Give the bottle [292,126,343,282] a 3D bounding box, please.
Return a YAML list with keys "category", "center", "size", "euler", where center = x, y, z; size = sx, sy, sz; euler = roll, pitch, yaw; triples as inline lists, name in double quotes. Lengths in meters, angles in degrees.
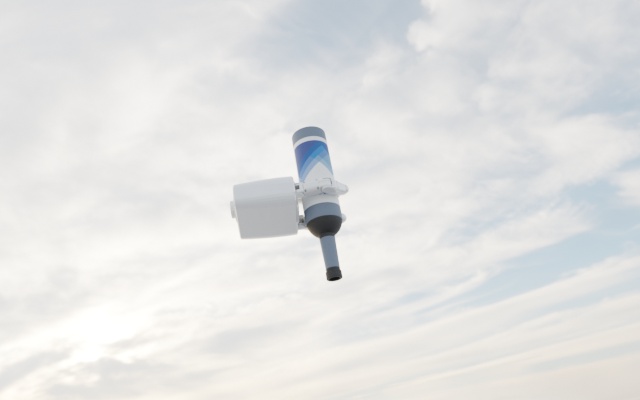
- category: "bottle"
  center: [0.000, 0.003, 0.864]
  size: [0.069, 0.295, 0.069]
  euler: [-8, -28, -4]
